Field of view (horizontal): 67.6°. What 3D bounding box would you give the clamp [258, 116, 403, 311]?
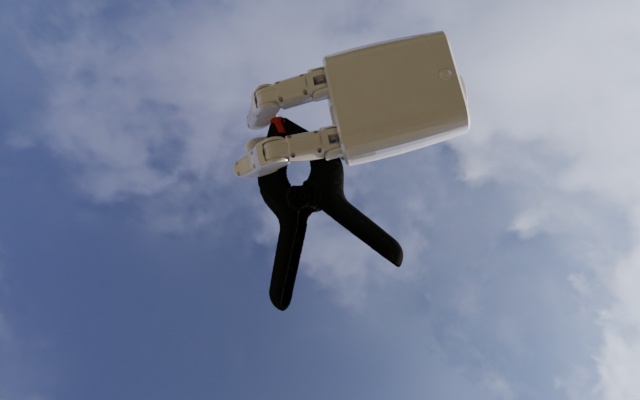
[{"bbox_3d":[0.000,0.001,0.420,0.120,0.171,0.039,-13,-12,8],"label":"clamp"}]
